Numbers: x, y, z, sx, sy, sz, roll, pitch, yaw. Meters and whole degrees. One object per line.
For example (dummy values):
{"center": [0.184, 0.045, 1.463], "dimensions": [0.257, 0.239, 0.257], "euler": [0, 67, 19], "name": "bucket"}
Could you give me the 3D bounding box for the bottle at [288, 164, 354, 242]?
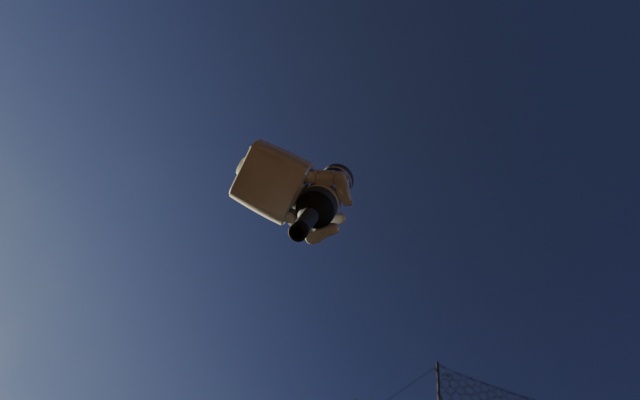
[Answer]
{"center": [0.000, 0.003, 0.809], "dimensions": [0.069, 0.069, 0.295], "euler": [0, 17, 14], "name": "bottle"}
